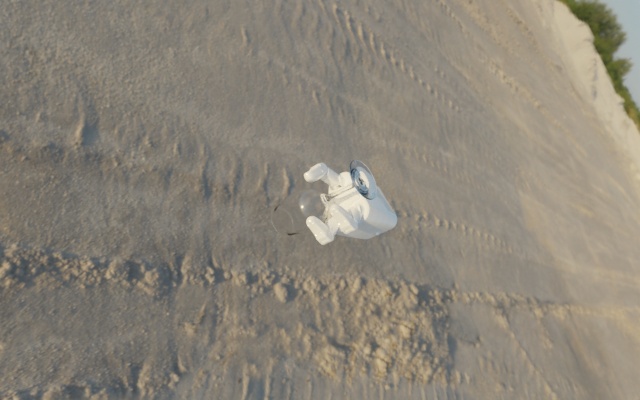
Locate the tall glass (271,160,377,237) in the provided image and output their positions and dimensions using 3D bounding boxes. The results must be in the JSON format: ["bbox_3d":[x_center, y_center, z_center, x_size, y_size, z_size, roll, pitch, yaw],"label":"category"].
[{"bbox_3d":[0.001,0.002,0.865,0.201,0.079,0.079,-27,-16,33],"label":"tall glass"}]
